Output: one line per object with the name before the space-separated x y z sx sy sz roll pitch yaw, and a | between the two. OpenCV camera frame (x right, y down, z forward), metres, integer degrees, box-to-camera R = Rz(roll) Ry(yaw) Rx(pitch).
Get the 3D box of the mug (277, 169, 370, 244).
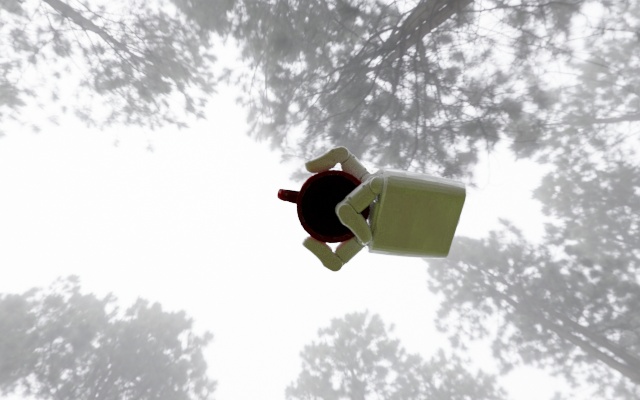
mug | -0.001 0.002 0.632 0.117 0.093 0.081 8 5 -7
